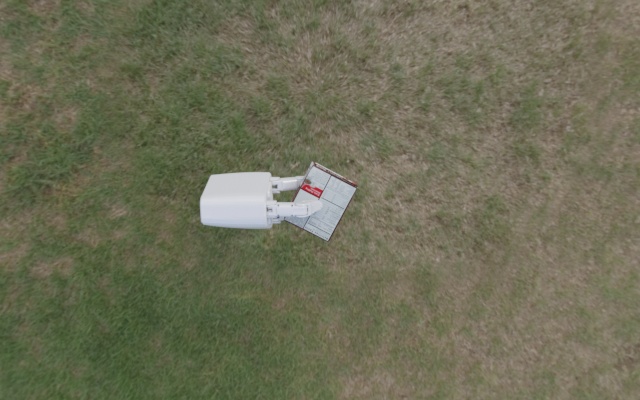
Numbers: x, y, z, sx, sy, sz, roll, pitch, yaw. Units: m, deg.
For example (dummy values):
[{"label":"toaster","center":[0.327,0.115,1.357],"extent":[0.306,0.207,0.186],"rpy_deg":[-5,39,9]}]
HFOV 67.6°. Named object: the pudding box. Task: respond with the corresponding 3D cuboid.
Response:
[{"label":"pudding box","center":[0.000,0.003,0.824],"extent":[0.090,0.113,0.039],"rpy_deg":[27,11,-6]}]
